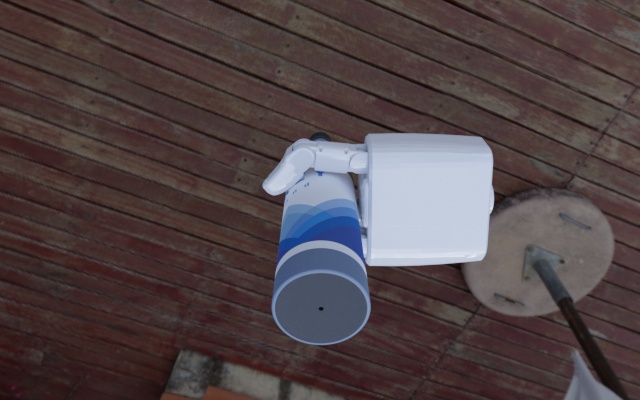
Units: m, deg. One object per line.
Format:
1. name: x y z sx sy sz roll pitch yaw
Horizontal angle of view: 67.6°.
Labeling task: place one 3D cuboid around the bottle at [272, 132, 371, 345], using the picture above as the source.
1. bottle: 0.000 0.002 0.447 0.069 0.069 0.295 0 29 0
